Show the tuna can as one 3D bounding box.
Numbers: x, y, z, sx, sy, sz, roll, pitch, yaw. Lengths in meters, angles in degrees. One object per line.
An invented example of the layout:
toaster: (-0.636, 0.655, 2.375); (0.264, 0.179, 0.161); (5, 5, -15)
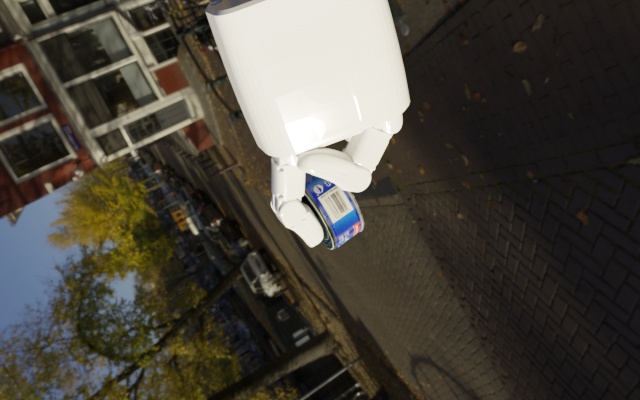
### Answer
tuna can: (0.000, 0.002, 0.431); (0.033, 0.086, 0.086); (-34, 9, -14)
